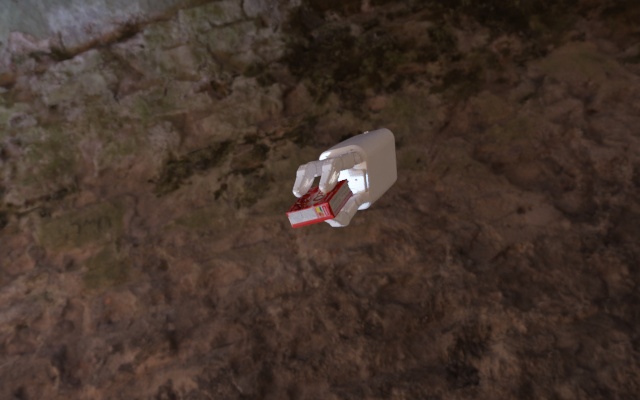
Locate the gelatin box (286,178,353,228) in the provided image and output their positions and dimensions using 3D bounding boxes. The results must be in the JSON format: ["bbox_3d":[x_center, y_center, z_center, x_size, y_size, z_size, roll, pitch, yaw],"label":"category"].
[{"bbox_3d":[0.000,0.003,0.720,0.073,0.030,0.089,-14,20,29],"label":"gelatin box"}]
